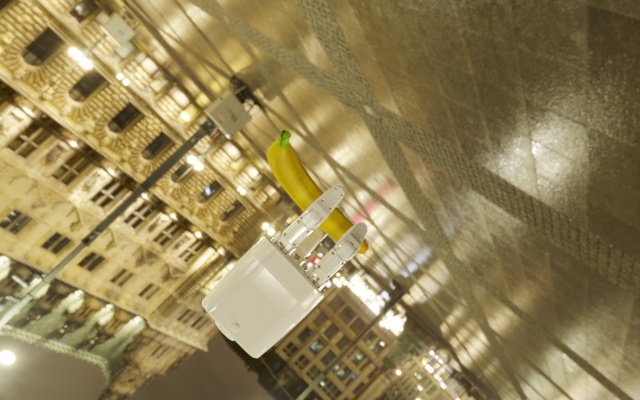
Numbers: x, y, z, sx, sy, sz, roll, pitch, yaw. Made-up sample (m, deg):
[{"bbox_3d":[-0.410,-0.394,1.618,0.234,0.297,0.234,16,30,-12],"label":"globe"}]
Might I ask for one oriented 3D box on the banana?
[{"bbox_3d":[-0.010,-0.005,0.594,0.037,0.198,0.069,-44,28,-11],"label":"banana"}]
